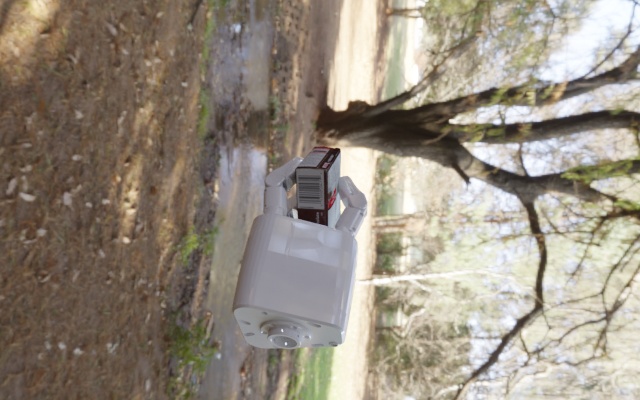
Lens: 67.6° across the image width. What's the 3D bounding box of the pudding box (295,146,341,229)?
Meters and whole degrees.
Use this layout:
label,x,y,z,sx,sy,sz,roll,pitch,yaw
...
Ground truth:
label,x,y,z,sx,sy,sz,roll,pitch,yaw
pudding box,0.000,0.002,0.564,0.039,0.113,0.090,5,22,10
